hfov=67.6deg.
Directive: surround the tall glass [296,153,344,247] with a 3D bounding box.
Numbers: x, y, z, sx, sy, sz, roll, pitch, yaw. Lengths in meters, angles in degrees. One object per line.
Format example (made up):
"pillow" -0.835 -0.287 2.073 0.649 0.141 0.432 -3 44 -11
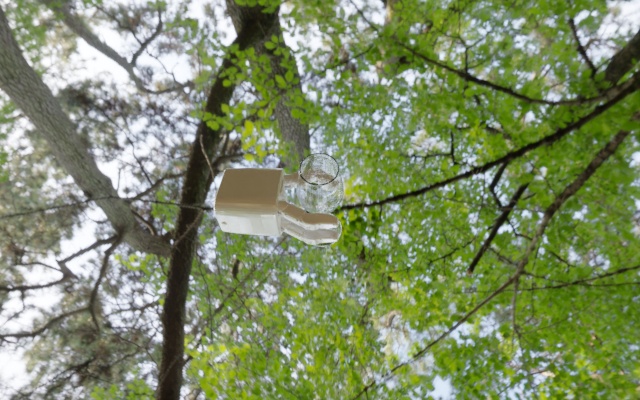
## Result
"tall glass" 0.000 0.003 0.820 0.079 0.079 0.201 0 -31 1
